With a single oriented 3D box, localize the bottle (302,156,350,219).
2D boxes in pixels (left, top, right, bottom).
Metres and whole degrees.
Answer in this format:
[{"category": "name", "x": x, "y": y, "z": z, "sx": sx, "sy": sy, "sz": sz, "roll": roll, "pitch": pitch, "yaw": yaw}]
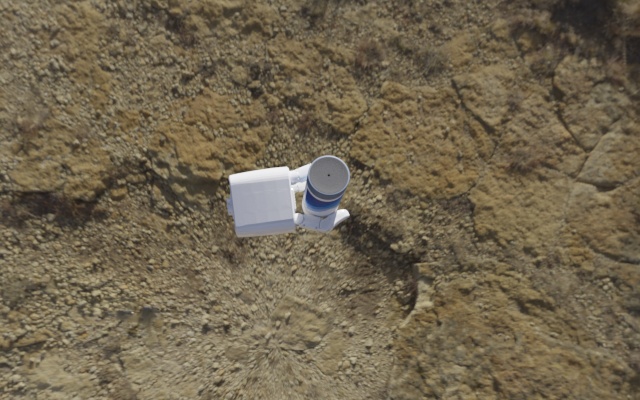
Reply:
[{"category": "bottle", "x": 0.000, "y": 0.003, "z": 0.885, "sx": 0.069, "sy": 0.069, "sz": 0.296, "roll": 0, "pitch": -17, "yaw": -5}]
